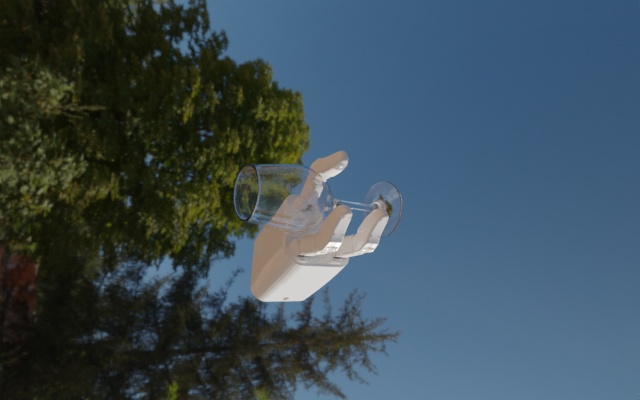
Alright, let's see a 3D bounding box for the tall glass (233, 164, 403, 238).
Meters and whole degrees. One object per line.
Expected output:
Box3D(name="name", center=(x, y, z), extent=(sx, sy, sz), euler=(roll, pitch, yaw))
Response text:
Box3D(name="tall glass", center=(0.001, 0.002, 0.568), extent=(0.201, 0.079, 0.079), euler=(8, -4, -35))
